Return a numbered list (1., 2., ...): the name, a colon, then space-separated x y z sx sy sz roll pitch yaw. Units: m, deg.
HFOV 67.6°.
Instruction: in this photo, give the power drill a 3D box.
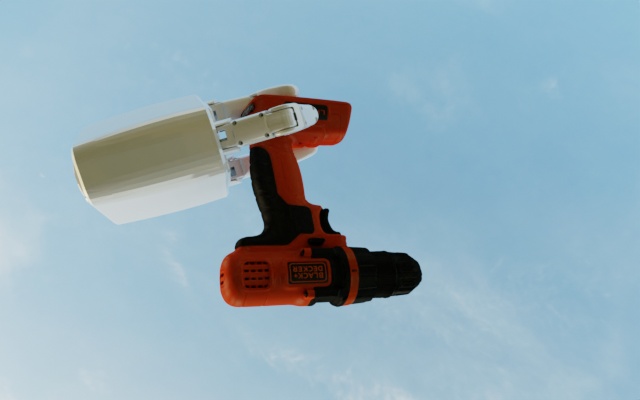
1. power drill: 0.000 0.001 0.433 0.184 0.187 0.057 2 -20 -23
